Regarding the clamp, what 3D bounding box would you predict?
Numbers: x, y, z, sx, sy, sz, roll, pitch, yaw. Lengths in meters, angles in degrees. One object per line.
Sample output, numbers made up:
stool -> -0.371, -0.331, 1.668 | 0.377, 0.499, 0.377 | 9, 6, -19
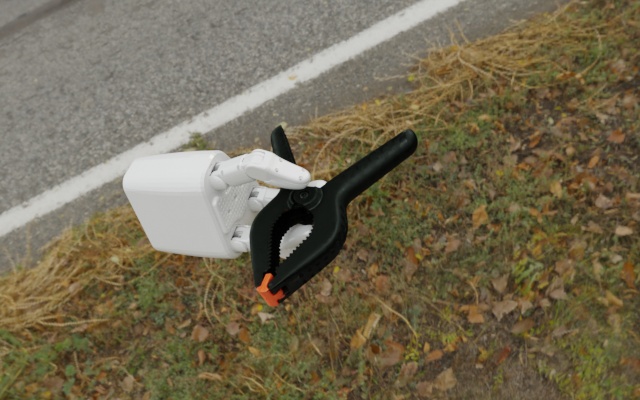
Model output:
clamp -> -0.001, 0.001, 0.452 | 0.164, 0.209, 0.036 | 0, -39, 23
